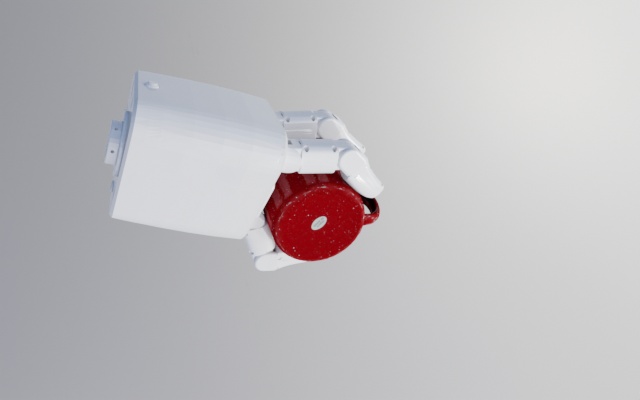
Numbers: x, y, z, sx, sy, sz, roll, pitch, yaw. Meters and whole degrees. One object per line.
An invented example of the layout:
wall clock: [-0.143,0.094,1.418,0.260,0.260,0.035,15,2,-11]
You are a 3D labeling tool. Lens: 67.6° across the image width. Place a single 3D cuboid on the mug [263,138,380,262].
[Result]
mug: [0.001,0.002,0.432,0.117,0.093,0.081,9,30,-24]
